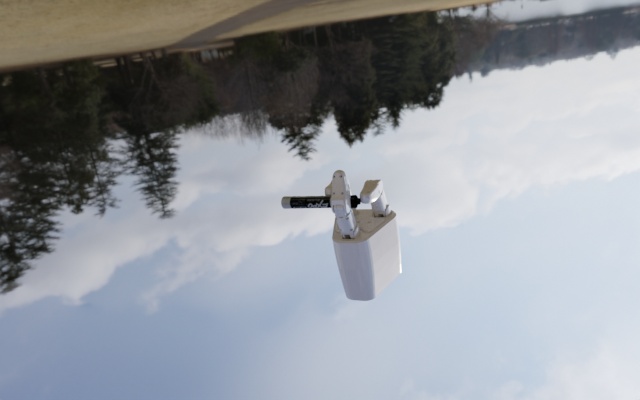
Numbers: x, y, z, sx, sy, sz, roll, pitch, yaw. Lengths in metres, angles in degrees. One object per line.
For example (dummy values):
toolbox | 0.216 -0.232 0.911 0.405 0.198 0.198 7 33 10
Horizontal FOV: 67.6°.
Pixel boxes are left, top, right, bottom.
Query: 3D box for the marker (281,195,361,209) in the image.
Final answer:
marker | 0.000 0.002 0.688 0.121 0.020 0.020 -1 -1 25
